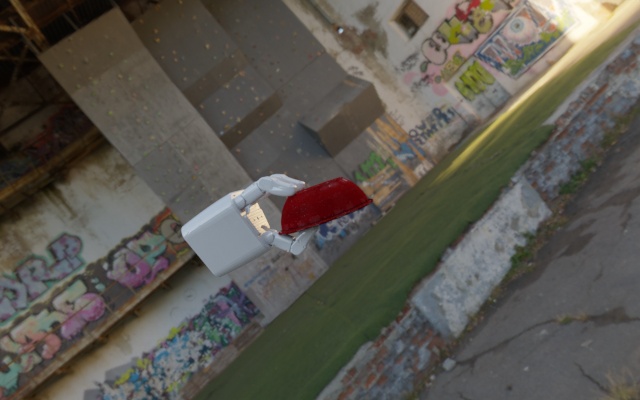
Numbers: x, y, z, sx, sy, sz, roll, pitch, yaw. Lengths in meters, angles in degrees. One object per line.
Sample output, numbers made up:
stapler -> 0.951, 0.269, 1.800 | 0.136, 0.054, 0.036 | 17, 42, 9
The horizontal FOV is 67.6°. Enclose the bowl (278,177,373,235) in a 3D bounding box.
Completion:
bowl -> 0.001, 0.002, 0.764 | 0.162, 0.055, 0.162 | -19, 3, 1
